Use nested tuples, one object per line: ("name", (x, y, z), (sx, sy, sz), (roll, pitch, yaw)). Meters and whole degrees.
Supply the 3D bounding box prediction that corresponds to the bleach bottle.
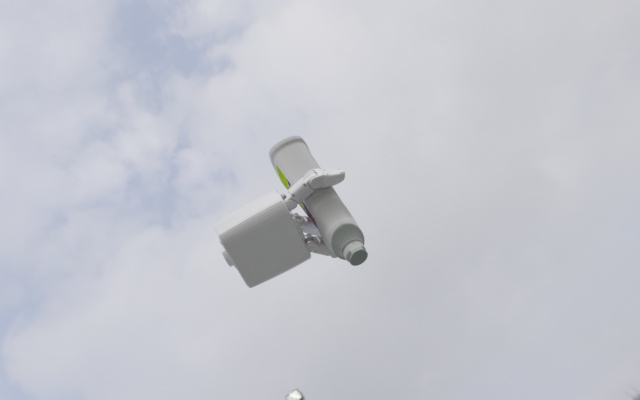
("bleach bottle", (0.000, 0.002, 0.732), (0.068, 0.103, 0.250), (-29, 43, -6))
